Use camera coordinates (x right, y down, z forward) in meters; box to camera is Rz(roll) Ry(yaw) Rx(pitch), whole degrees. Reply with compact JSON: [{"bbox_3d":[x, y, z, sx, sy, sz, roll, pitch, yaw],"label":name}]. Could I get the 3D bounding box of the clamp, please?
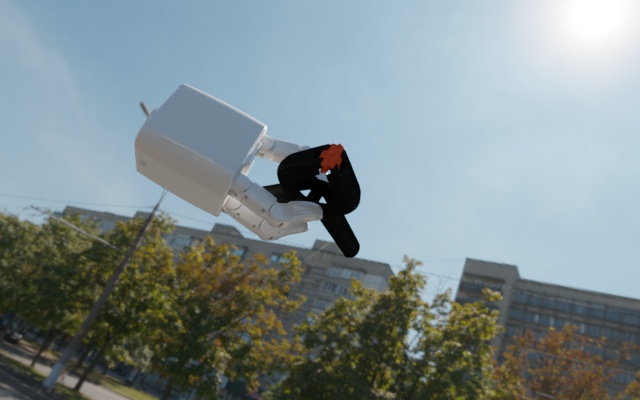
[{"bbox_3d":[0.000,0.001,0.542,0.164,0.036,0.210,29,-26,-7],"label":"clamp"}]
